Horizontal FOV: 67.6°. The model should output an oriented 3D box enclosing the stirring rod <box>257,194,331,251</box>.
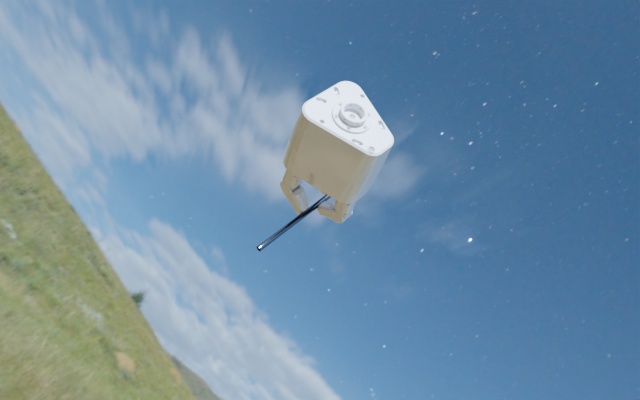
[{"bbox_3d":[0.000,0.002,0.696,0.239,0.011,0.011,-37,21,-31],"label":"stirring rod"}]
